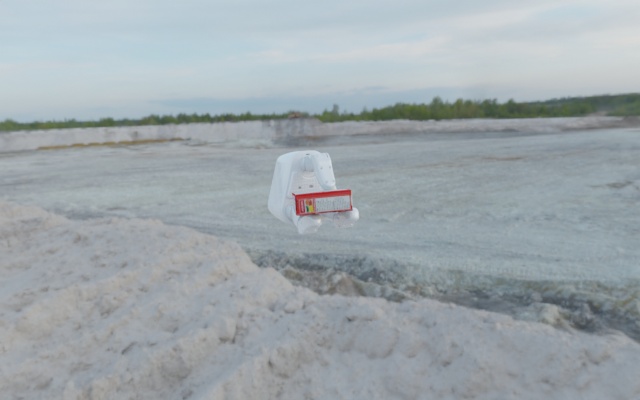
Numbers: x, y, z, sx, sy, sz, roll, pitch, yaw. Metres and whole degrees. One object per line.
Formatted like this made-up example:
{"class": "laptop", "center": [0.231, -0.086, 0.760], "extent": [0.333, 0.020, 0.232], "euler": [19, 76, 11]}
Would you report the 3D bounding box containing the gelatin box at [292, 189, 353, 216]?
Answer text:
{"class": "gelatin box", "center": [0.000, 0.002, 0.641], "extent": [0.073, 0.030, 0.089], "euler": [-5, 2, -6]}
